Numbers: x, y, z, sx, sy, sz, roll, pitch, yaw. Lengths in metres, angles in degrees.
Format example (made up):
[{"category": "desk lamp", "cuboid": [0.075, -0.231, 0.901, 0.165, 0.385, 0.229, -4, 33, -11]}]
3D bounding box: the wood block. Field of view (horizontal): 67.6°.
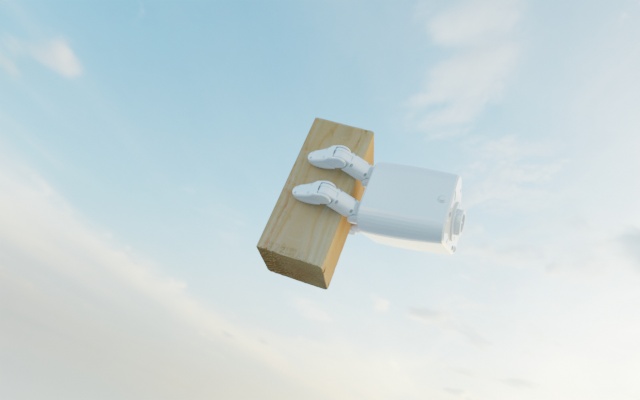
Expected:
[{"category": "wood block", "cuboid": [0.001, 0.002, 0.652, 0.090, 0.206, 0.091, 16, -26, 14]}]
